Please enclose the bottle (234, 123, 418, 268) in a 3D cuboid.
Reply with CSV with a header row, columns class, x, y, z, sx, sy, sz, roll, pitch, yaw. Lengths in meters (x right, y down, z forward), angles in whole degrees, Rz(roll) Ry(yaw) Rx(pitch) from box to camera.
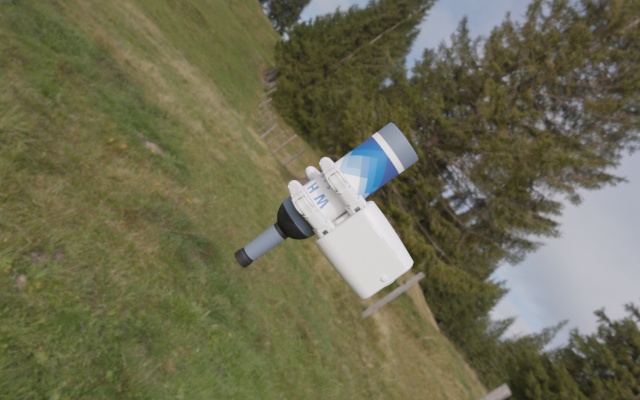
class,x,y,z,sx,sy,sz,roll,pitch,yaw
bottle,0.000,0.002,0.689,0.296,0.069,0.069,-36,-4,5
